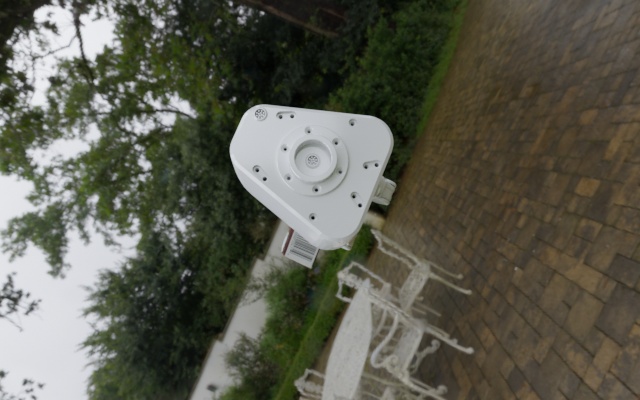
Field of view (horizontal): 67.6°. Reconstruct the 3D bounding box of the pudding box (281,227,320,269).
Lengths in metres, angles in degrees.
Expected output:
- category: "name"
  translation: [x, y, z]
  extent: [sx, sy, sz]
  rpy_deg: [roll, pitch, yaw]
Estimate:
- category: "pudding box"
  translation: [0.000, 0.002, 0.509]
  extent: [0.039, 0.113, 0.090]
  rpy_deg: [24, 21, 0]
